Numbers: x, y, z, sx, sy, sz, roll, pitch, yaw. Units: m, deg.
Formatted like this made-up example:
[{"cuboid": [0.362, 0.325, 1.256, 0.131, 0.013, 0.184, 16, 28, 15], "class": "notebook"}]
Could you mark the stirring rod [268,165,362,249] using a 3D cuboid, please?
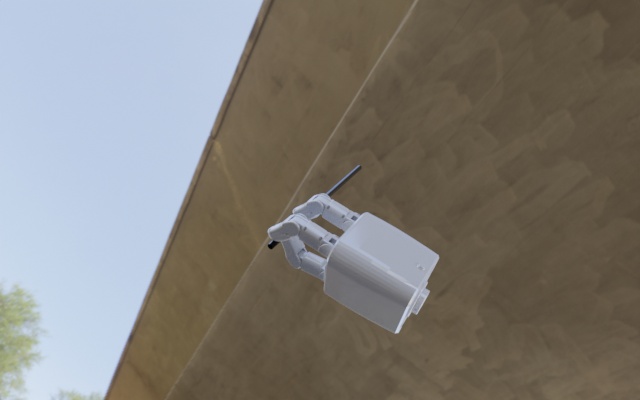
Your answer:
[{"cuboid": [0.000, 0.002, 0.679, 0.011, 0.011, 0.239, 0, 27, 36], "class": "stirring rod"}]
